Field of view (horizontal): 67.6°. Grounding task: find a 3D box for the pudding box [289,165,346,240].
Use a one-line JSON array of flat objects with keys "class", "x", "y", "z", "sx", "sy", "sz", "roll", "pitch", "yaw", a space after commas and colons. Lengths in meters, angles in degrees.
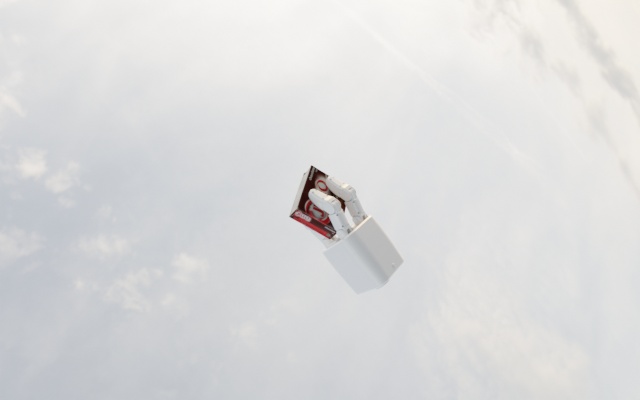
[{"class": "pudding box", "x": 0.000, "y": 0.003, "z": 0.872, "sx": 0.090, "sy": 0.113, "sz": 0.039, "roll": 31, "pitch": -45, "yaw": -17}]
